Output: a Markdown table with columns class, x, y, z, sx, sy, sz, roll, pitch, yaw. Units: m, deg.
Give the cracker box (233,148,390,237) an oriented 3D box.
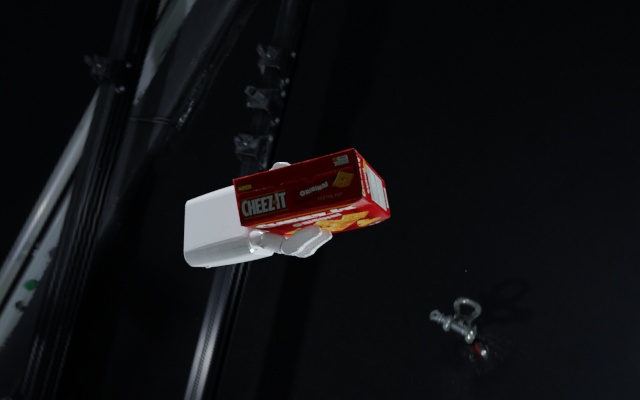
| class | x | y | z | sx | sy | sz | roll | pitch | yaw |
| --- | --- | --- | --- | --- | --- | --- | --- | --- | --- |
| cracker box | 0.000 | 0.002 | 0.678 | 0.164 | 0.072 | 0.214 | -14 | -12 | 15 |
